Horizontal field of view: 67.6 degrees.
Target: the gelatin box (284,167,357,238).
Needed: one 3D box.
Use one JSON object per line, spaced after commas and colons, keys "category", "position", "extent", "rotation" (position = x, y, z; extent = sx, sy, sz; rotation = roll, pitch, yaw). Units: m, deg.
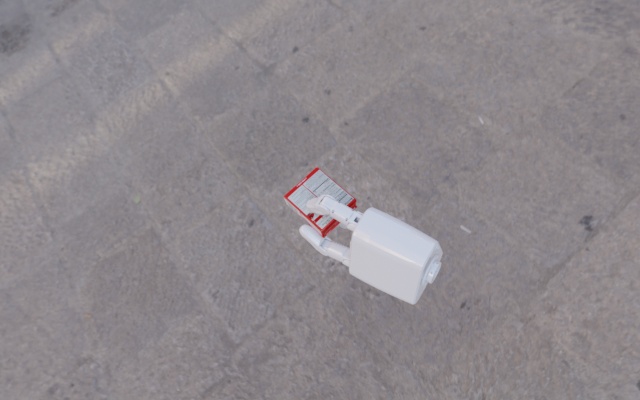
{"category": "gelatin box", "position": [0.000, 0.002, 0.731], "extent": [0.089, 0.073, 0.030], "rotation": [41, -15, 23]}
